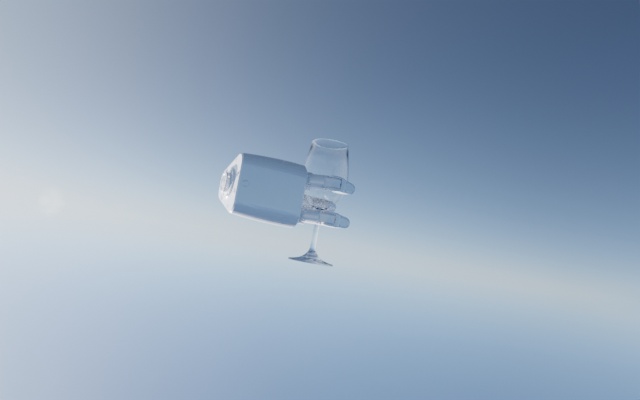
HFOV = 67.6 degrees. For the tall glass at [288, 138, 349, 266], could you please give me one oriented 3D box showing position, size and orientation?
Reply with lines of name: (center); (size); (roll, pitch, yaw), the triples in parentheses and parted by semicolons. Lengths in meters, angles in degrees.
tall glass: (0.000, 0.003, 0.783); (0.079, 0.201, 0.079); (10, -6, 1)
